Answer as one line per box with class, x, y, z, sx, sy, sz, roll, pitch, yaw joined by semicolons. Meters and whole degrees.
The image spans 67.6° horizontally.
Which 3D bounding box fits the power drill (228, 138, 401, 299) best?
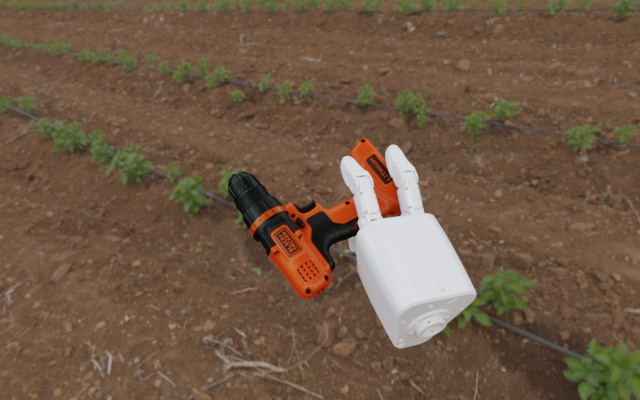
power drill;0.001;0.002;0.595;0.187;0.184;0.057;-34;-16;-13
